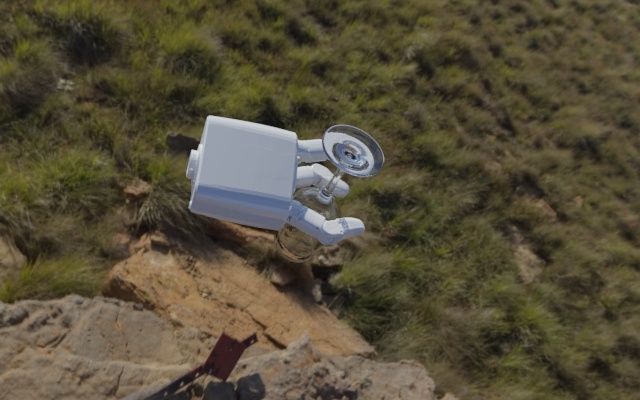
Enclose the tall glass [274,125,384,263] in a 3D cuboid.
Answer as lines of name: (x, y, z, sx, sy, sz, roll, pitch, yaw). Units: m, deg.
tall glass: (0.000, 0.002, 0.593, 0.079, 0.079, 0.201, 0, -36, -26)
